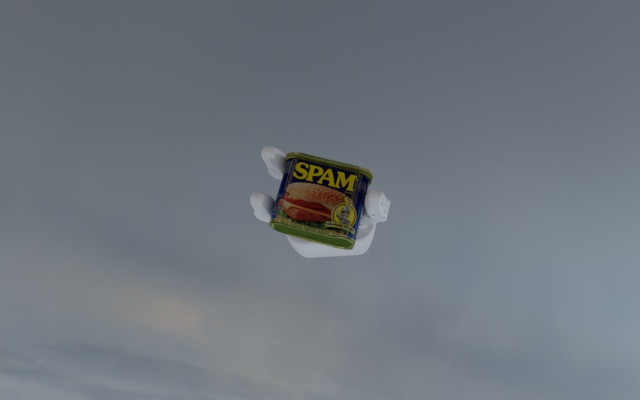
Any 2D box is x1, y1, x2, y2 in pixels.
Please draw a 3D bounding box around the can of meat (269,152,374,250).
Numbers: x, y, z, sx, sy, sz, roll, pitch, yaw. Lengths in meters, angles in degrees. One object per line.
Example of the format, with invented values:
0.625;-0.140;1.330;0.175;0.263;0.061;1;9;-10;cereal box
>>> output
0.000;0.002;0.535;0.102;0.084;0.057;14;-16;4;can of meat
